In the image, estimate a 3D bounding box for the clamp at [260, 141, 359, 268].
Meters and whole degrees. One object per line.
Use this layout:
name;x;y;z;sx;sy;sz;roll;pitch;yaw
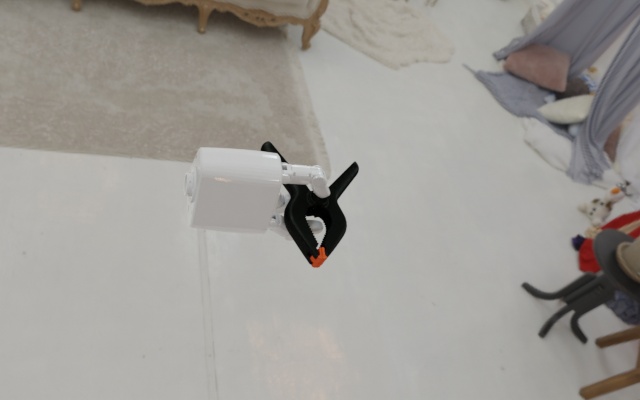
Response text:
clamp;0.000;0.002;0.711;0.164;0.209;0.036;4;-38;-23
